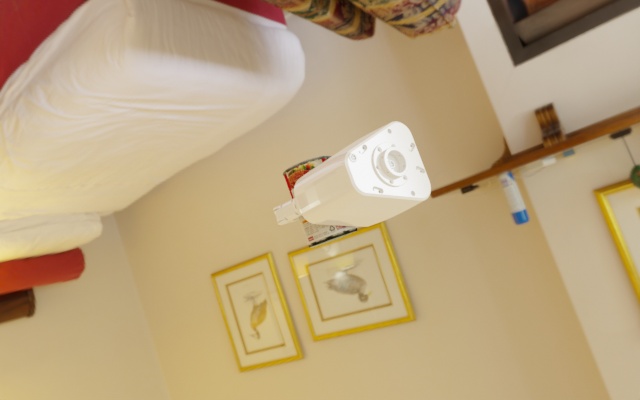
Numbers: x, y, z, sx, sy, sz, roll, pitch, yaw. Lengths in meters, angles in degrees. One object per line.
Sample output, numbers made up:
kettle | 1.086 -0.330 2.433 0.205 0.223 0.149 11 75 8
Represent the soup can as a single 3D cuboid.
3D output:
soup can | 0.000 0.002 0.611 0.068 0.102 0.068 -19 -6 -2
